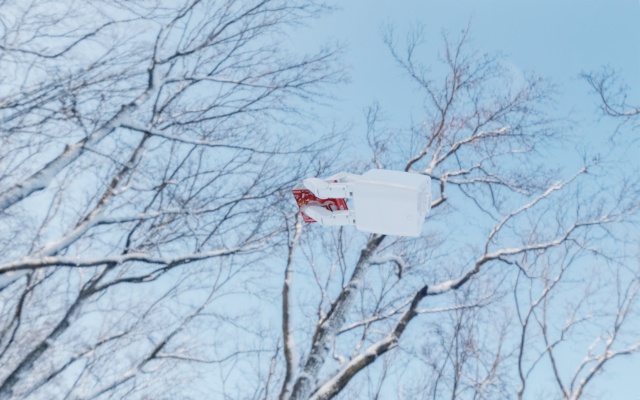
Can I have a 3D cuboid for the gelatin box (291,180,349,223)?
[{"bbox_3d":[0.000,0.003,0.862,0.089,0.073,0.030,-3,31,34],"label":"gelatin box"}]
